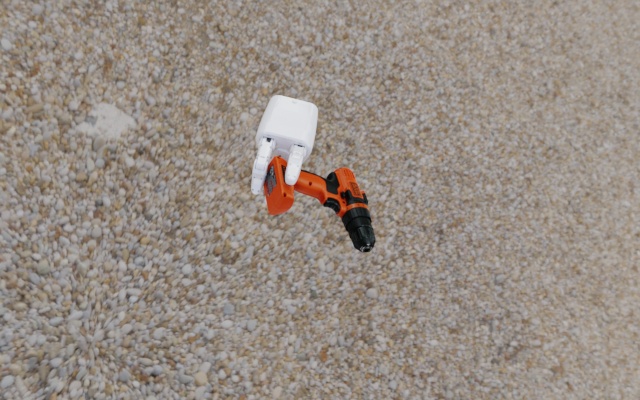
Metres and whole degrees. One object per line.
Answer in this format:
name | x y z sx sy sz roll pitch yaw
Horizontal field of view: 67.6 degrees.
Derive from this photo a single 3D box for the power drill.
power drill | 0.000 0.002 0.816 0.188 0.184 0.057 14 -51 -30
